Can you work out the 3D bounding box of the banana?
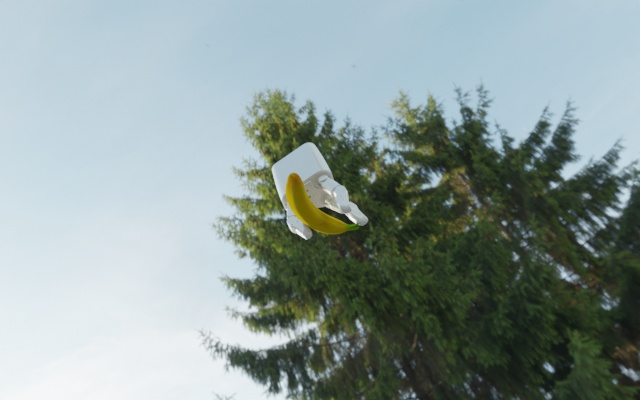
[{"bbox_3d":[-0.012,0.015,0.859,0.069,0.037,0.198,-37,-46,17],"label":"banana"}]
